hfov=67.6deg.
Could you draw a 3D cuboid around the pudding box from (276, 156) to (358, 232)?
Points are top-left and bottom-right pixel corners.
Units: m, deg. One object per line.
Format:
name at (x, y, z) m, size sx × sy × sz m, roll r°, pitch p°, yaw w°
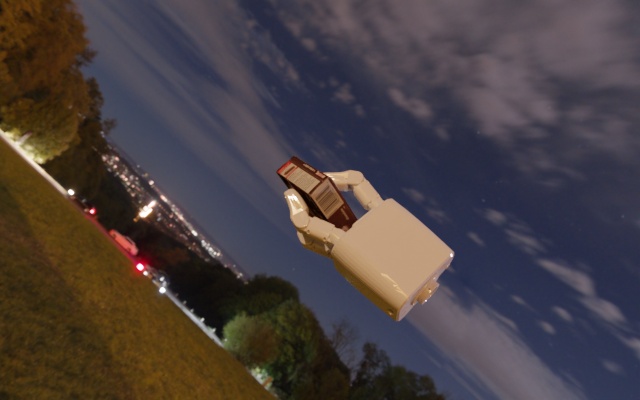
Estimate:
pudding box at (0.000, 0.002, 0.635) m, size 0.039 × 0.114 × 0.090 m, roll -42°, pitch 39°, yaw -12°
